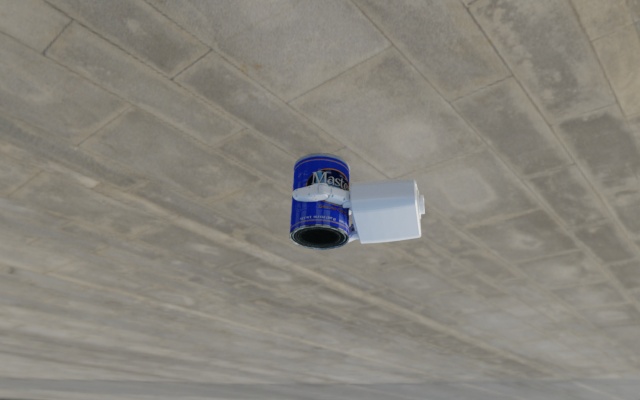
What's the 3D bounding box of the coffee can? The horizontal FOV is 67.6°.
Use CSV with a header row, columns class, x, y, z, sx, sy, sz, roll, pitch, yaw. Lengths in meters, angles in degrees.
class,x,y,z,sx,sy,sz,roll,pitch,yaw
coffee can,0.000,0.003,0.837,0.103,0.140,0.103,2,-27,1
